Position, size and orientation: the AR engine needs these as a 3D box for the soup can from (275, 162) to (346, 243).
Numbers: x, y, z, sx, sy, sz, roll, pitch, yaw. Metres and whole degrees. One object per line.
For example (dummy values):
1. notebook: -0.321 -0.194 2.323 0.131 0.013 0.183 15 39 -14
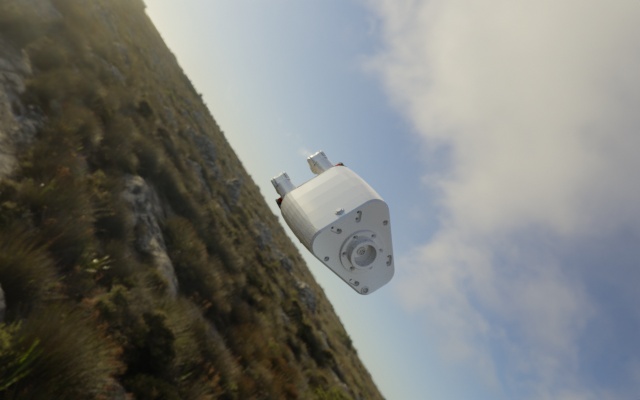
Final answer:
1. soup can: 0.000 0.002 0.636 0.102 0.068 0.068 -31 3 -6
